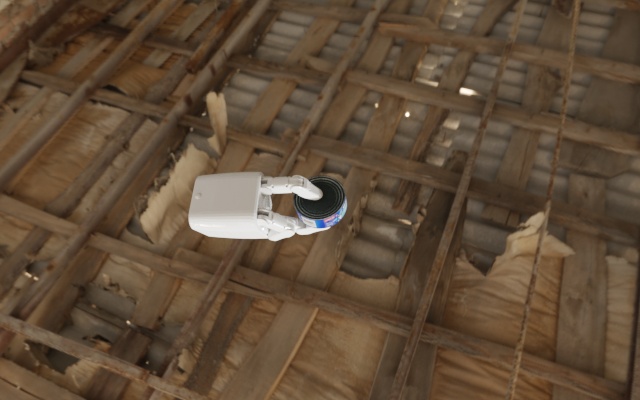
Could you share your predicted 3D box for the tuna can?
[{"bbox_3d":[0.000,0.003,0.782,0.086,0.086,0.034,0,-32,10],"label":"tuna can"}]
